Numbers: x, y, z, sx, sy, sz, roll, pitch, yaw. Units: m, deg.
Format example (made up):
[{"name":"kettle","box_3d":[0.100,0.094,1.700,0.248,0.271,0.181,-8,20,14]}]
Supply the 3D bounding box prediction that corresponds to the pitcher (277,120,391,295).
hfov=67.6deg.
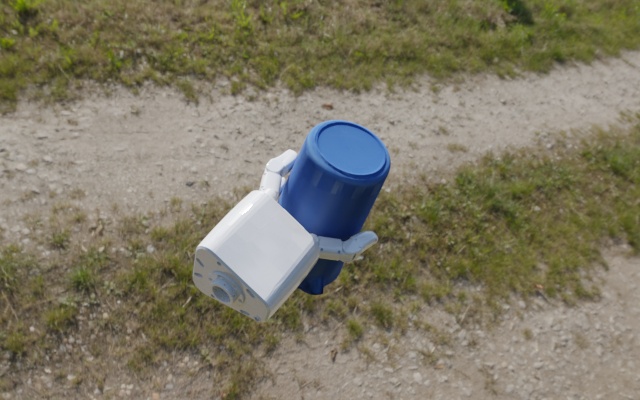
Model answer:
[{"name":"pitcher","box_3d":[0.000,0.002,0.659,0.149,0.243,0.145,35,49,9]}]
